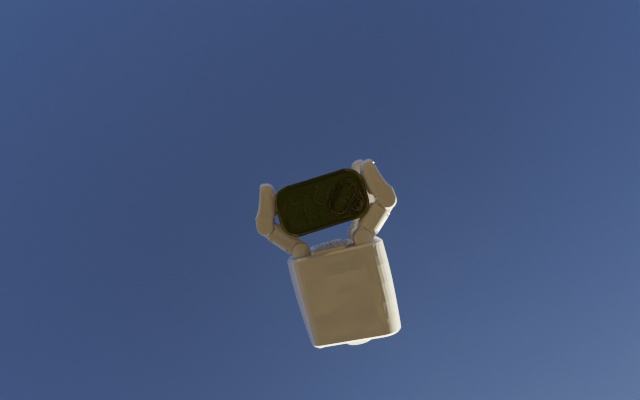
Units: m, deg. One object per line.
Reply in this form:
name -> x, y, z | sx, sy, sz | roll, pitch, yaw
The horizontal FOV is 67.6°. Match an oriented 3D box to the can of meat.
can of meat -> 0.000, 0.002, 0.563 | 0.102, 0.057, 0.084 | -18, 1, -2
